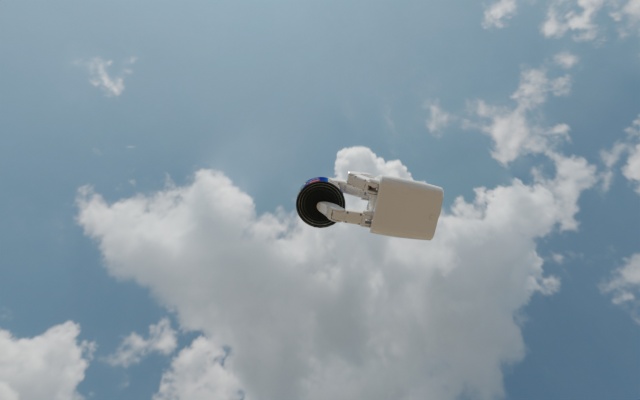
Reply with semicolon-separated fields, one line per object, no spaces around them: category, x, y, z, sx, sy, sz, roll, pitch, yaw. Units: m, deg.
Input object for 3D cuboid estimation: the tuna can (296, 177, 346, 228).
tuna can;0.000;0.003;0.836;0.086;0.086;0.033;0;19;-1
